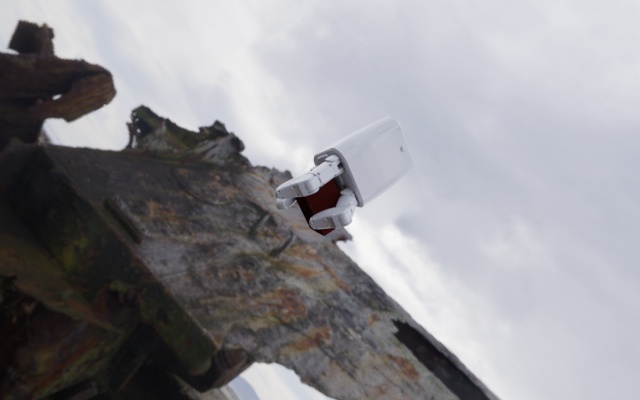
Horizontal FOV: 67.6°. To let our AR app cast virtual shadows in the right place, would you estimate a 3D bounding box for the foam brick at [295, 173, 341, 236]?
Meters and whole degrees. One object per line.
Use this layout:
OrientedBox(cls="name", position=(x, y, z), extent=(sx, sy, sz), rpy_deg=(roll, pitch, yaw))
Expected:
OrientedBox(cls="foam brick", position=(0.000, 0.003, 0.692), extent=(0.051, 0.078, 0.053), rpy_deg=(-32, 25, -16))
